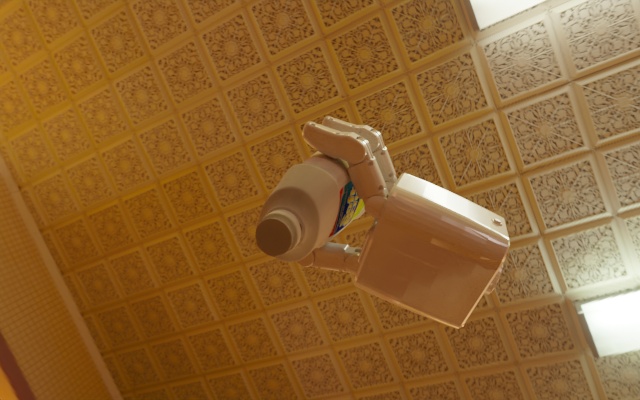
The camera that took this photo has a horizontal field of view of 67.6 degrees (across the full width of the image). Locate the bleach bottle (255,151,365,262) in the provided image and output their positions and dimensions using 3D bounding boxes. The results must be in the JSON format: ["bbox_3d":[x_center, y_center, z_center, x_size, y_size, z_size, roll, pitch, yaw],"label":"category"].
[{"bbox_3d":[0.000,0.001,0.452,0.068,0.103,0.250,24,21,10],"label":"bleach bottle"}]
